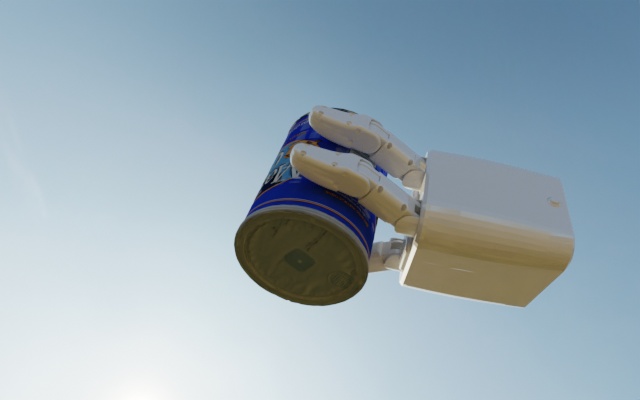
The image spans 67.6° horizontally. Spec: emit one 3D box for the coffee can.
[{"bbox_3d":[0.000,0.001,0.403,0.103,0.103,0.140,0,40,17],"label":"coffee can"}]
